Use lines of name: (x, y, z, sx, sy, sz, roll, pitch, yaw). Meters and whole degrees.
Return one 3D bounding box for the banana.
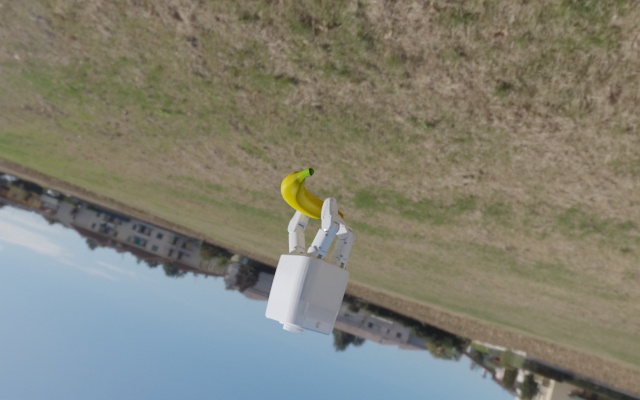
banana: (-0.018, -0.001, 0.775, 0.069, 0.037, 0.198, 7, -18, 20)
